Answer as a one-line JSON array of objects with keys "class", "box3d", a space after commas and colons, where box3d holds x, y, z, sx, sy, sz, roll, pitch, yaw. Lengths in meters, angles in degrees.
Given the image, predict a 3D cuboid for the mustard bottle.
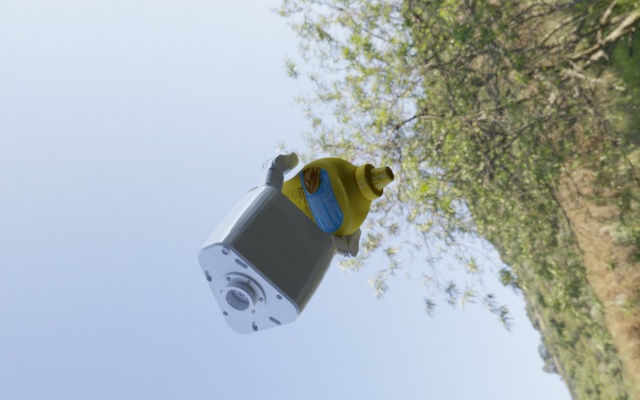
[{"class": "mustard bottle", "box3d": [0.000, 0.002, 0.569, 0.192, 0.096, 0.058, -22, -6, 31]}]
